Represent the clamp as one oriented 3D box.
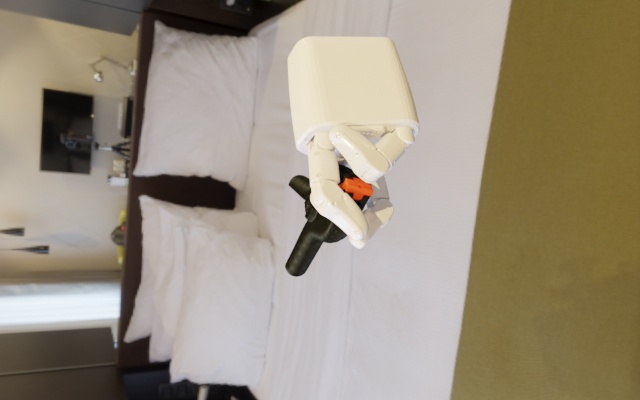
[{"bbox_3d":[0.000,0.002,0.505,0.039,0.120,0.171,4,-26,-27],"label":"clamp"}]
